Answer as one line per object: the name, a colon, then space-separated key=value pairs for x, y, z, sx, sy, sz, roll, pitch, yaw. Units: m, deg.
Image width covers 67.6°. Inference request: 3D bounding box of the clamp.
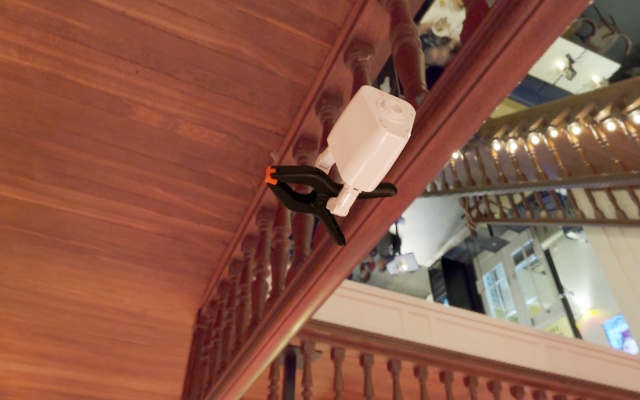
clamp: x=0.000 y=0.003 z=0.800 sx=0.210 sy=0.036 sz=0.165 roll=18 pitch=-50 yaw=-18
